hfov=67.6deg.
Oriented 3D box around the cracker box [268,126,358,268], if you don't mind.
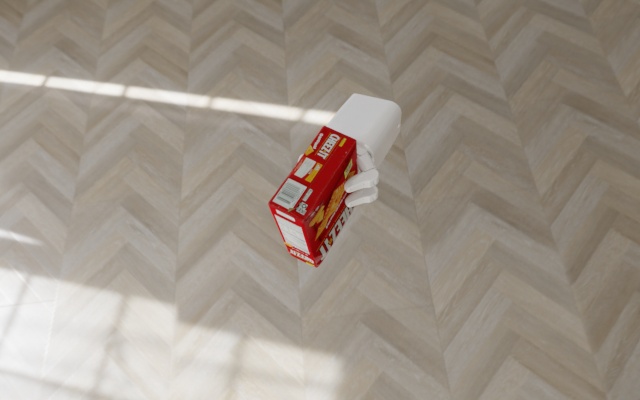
[{"bbox_3d":[0.000,0.003,0.818,0.072,0.164,0.214,27,-21,18],"label":"cracker box"}]
